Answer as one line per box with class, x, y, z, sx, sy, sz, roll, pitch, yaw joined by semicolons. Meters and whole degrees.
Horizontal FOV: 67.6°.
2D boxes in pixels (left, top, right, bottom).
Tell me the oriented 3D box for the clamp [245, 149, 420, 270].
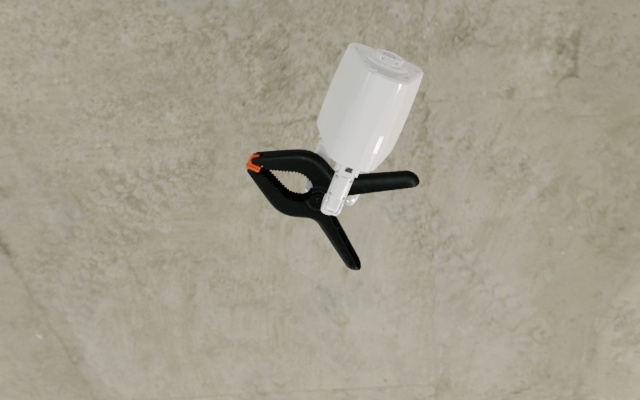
clamp;0.000;0.002;0.620;0.210;0.165;0.036;19;28;-5
